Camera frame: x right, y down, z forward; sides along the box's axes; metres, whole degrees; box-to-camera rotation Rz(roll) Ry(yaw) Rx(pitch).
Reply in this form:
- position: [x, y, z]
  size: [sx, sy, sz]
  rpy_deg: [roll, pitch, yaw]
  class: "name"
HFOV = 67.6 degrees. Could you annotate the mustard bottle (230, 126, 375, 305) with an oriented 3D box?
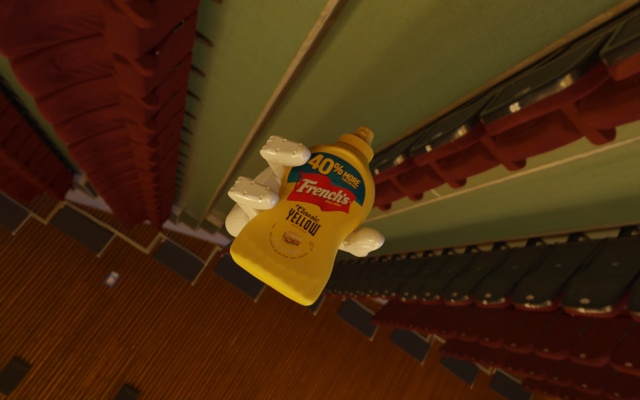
- position: [0.000, 0.002, 0.484]
  size: [0.096, 0.191, 0.058]
  rpy_deg: [31, -19, 8]
  class: "mustard bottle"
